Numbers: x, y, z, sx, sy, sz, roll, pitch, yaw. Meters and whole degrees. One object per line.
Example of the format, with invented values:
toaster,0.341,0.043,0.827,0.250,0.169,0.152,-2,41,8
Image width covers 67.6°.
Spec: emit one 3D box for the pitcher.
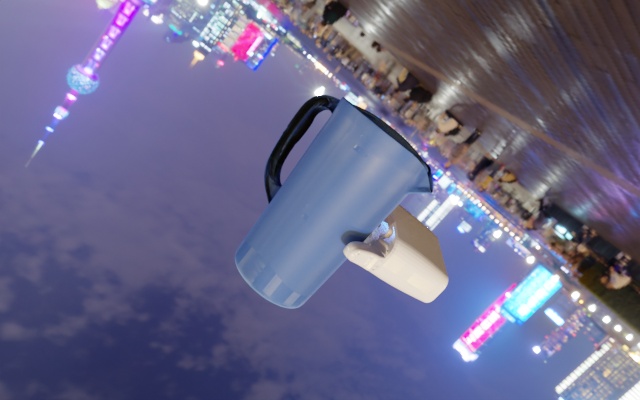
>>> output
pitcher,0.000,0.002,0.575,0.145,0.243,0.149,33,14,-26
